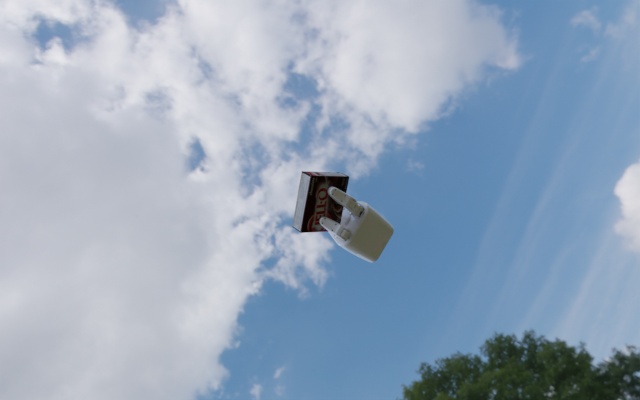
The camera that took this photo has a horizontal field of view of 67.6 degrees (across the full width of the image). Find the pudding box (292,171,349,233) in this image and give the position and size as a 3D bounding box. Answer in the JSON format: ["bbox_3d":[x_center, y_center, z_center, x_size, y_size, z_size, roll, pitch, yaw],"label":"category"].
[{"bbox_3d":[0.000,0.003,0.897,0.090,0.113,0.039,-1,16,-37],"label":"pudding box"}]
